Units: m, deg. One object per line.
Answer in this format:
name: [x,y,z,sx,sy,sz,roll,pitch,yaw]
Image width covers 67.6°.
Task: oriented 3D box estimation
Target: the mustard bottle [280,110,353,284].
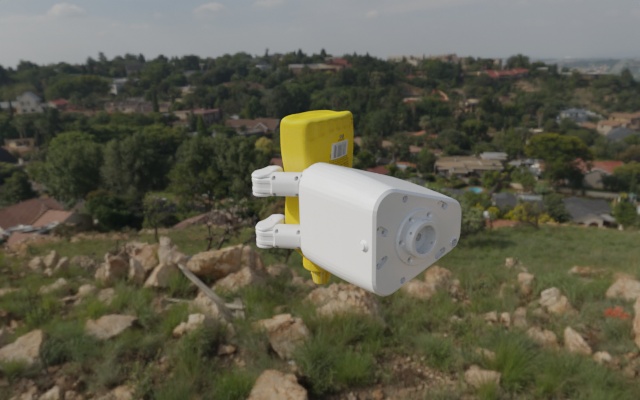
mustard bottle: [0.000,0.001,0.522,0.058,0.192,0.096,9,19,30]
